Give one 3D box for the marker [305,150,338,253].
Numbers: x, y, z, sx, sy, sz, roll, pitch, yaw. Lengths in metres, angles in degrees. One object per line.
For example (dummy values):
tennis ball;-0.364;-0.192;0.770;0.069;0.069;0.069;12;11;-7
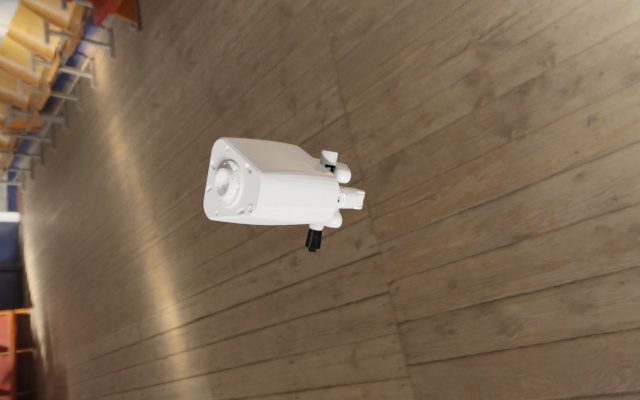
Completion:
marker;0.000;0.002;0.560;0.020;0.121;0.020;10;8;-1
